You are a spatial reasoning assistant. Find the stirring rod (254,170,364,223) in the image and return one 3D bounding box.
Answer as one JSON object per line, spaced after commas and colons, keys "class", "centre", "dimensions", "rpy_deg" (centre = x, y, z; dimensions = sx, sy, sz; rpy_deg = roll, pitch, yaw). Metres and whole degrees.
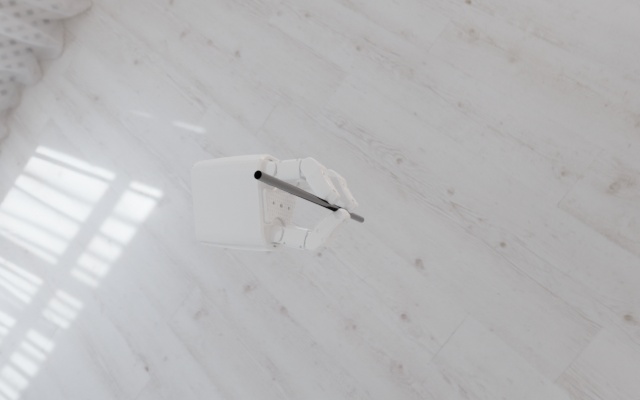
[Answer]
{"class": "stirring rod", "centre": [0.000, 0.002, 0.502], "dimensions": [0.011, 0.011, 0.239], "rpy_deg": [0, -11, 26]}
